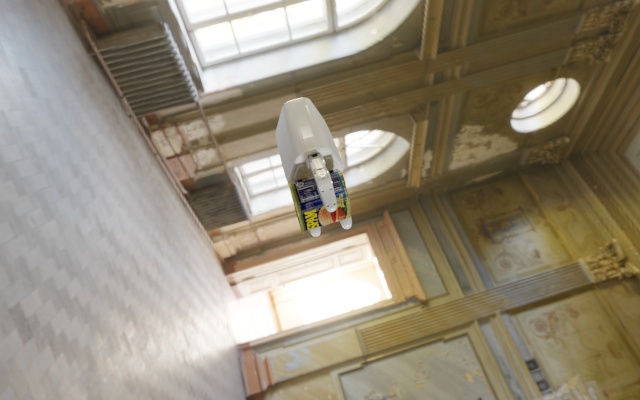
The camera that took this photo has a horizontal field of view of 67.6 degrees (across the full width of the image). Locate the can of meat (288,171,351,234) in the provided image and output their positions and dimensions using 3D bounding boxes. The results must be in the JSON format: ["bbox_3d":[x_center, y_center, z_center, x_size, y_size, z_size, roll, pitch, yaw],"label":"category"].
[{"bbox_3d":[0.000,0.002,0.757,0.084,0.057,0.102,-17,-26,-4],"label":"can of meat"}]
